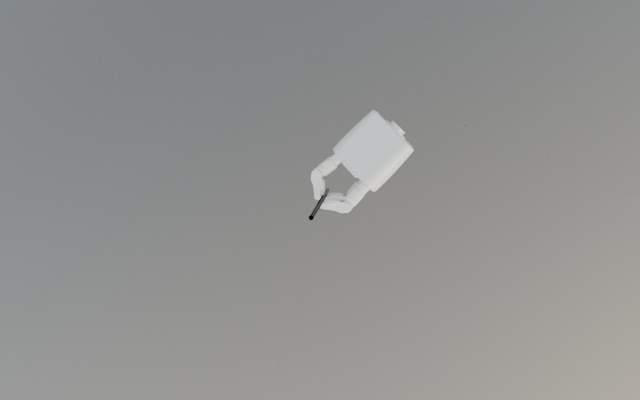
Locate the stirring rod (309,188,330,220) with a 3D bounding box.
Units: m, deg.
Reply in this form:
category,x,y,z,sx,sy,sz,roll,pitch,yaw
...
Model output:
category,x,y,z,sx,sy,sz,roll,pitch,yaw
stirring rod,0.000,0.003,0.864,0.011,0.011,0.239,0,12,7
